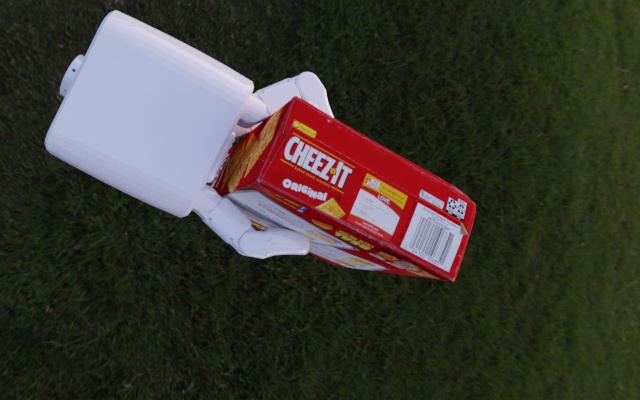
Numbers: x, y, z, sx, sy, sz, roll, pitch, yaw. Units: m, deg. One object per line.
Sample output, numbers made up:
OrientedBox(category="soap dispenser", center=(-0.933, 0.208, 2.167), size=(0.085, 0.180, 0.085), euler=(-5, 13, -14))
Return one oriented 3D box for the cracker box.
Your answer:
OrientedBox(category="cracker box", center=(0.000, 0.002, 0.418), size=(0.164, 0.072, 0.214), euler=(27, -13, -18))
